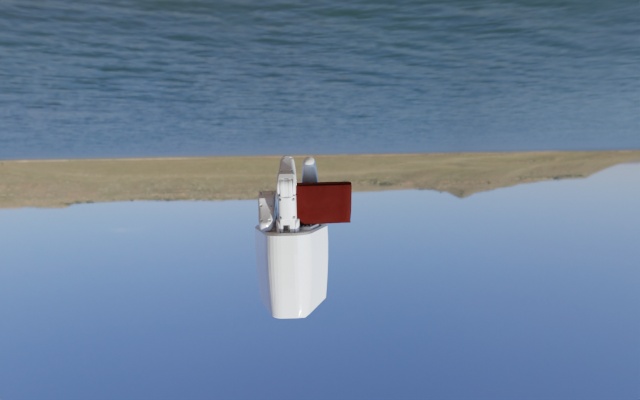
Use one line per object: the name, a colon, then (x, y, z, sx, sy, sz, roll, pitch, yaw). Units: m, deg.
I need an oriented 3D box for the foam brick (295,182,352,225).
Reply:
foam brick: (0.000, 0.002, 0.617, 0.078, 0.051, 0.053, -2, 3, 0)
